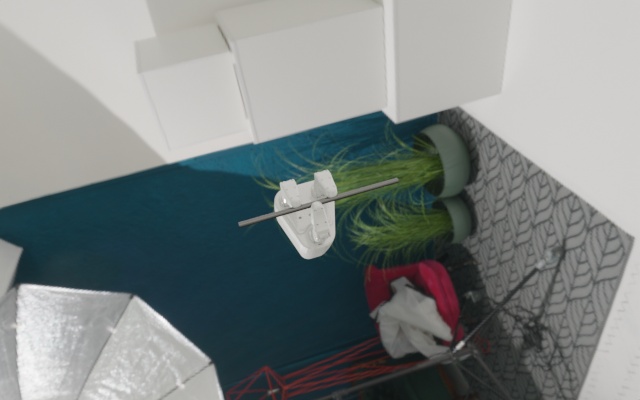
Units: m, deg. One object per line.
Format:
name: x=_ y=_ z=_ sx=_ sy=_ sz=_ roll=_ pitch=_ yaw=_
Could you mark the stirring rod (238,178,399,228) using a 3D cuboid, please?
stirring rod: x=0.000 y=0.002 z=0.688 sx=0.239 sy=0.011 sz=0.011 roll=-16 pitch=3 yaw=-10
